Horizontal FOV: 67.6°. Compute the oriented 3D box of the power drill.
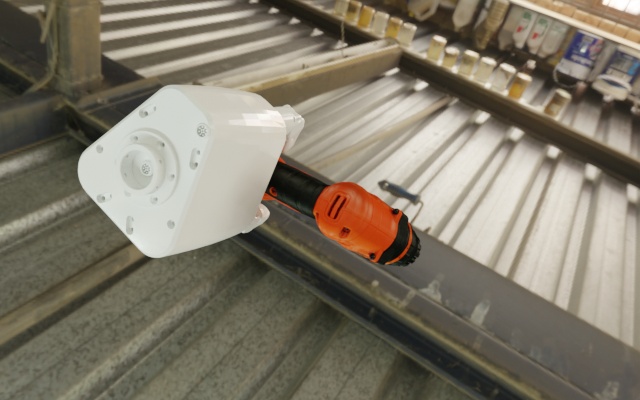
[{"bbox_3d":[0.000,0.001,0.459,0.187,0.057,0.184,25,-5,30],"label":"power drill"}]
